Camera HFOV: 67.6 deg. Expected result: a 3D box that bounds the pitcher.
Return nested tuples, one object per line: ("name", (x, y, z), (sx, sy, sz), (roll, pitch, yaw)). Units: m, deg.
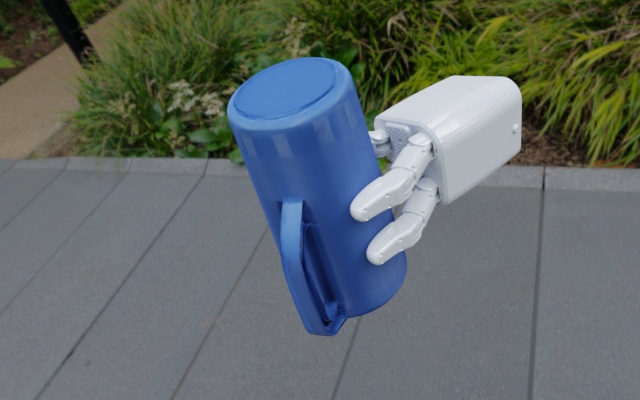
("pitcher", (0.000, 0.001, 0.456), (0.145, 0.243, 0.149), (-30, 41, -12))
